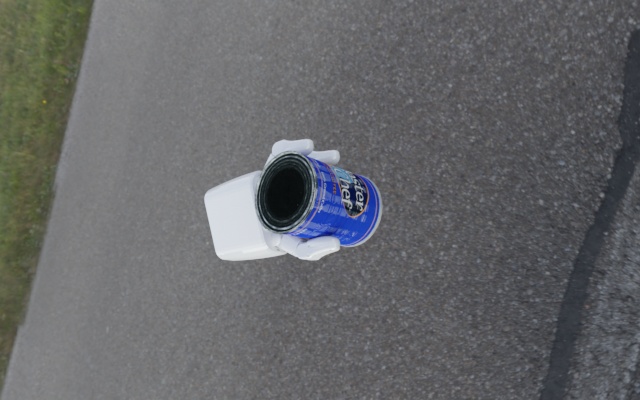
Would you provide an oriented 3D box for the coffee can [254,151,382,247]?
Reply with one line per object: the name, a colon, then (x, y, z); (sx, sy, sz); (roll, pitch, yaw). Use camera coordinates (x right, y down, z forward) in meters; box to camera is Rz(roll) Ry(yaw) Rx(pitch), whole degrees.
coffee can: (0.000, 0.002, 0.622); (0.103, 0.103, 0.140); (0, -10, 40)
